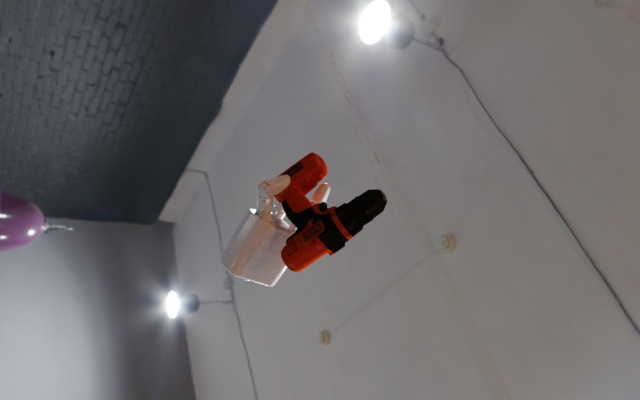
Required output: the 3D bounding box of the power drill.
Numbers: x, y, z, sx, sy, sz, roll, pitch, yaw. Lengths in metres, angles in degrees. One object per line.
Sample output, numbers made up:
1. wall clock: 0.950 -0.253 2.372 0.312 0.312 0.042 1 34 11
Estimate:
1. power drill: 0.000 0.002 0.769 0.184 0.187 0.057 -35 -49 8
